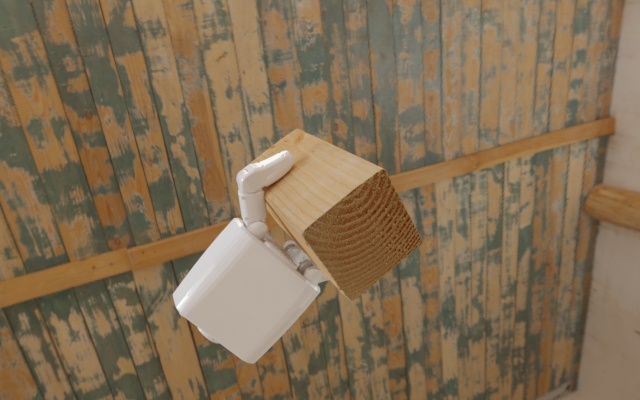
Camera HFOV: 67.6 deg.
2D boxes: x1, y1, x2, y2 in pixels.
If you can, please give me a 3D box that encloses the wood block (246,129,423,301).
[{"bbox_3d":[0.000,0.002,0.497,0.090,0.091,0.206,-38,28,-8],"label":"wood block"}]
